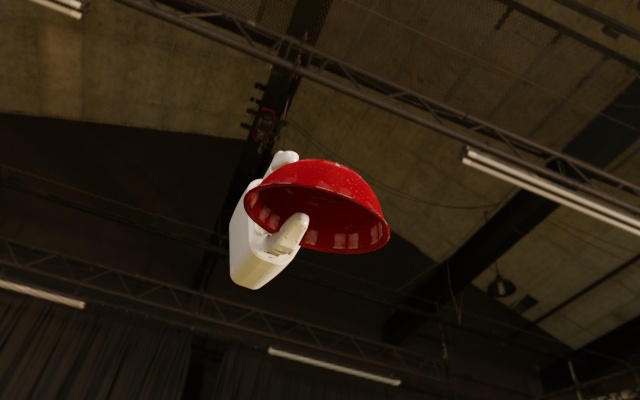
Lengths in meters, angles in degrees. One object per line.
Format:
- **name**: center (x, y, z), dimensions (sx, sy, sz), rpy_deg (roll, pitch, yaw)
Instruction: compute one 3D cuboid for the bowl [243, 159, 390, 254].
- **bowl**: center (0.001, 0.001, 0.525), dimensions (0.162, 0.055, 0.162), rpy_deg (12, -26, 6)
